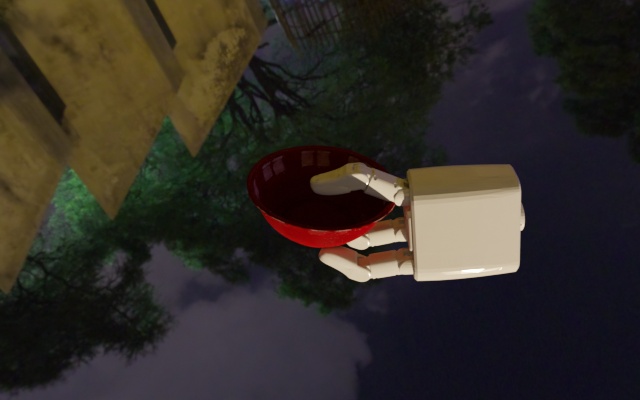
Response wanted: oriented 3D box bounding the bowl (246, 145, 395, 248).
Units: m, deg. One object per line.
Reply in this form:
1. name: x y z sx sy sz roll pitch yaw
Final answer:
1. bowl: -0.001 0.002 0.525 0.162 0.055 0.162 4 36 -3
